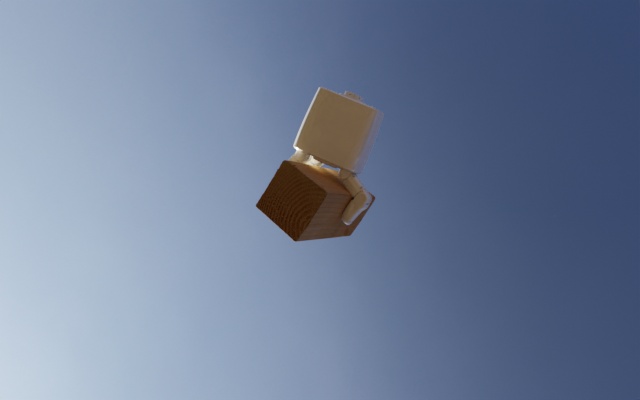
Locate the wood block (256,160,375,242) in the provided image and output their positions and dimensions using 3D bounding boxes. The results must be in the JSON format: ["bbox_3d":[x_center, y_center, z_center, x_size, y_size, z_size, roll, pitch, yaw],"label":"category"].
[{"bbox_3d":[0.001,0.002,0.786,0.090,0.090,0.206,39,15,22],"label":"wood block"}]
